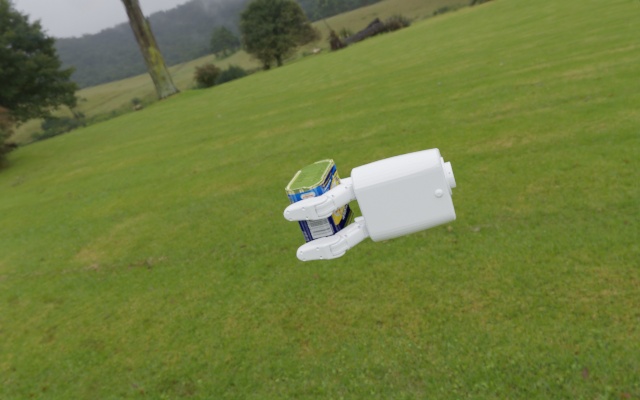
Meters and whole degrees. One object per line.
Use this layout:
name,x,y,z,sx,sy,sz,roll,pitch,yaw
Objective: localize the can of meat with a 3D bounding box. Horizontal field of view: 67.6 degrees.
can of meat,0.000,0.002,0.632,0.057,0.084,0.102,-13,21,19
